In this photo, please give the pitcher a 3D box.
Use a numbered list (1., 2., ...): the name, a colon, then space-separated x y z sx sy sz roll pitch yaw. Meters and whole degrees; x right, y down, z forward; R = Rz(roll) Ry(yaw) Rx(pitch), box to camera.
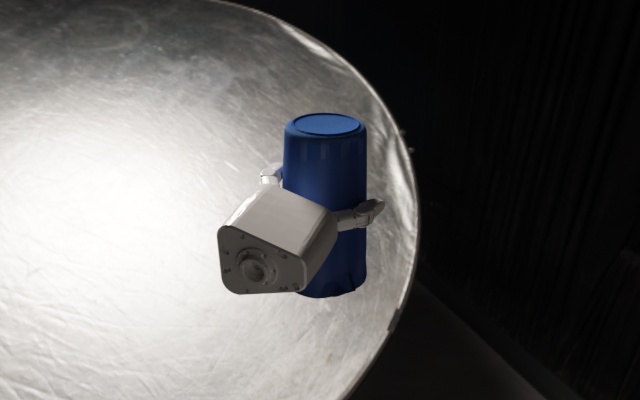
1. pitcher: 0.000 0.002 0.681 0.149 0.243 0.145 10 29 18
